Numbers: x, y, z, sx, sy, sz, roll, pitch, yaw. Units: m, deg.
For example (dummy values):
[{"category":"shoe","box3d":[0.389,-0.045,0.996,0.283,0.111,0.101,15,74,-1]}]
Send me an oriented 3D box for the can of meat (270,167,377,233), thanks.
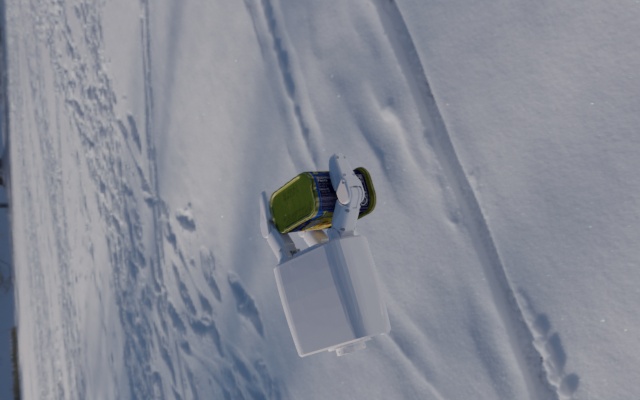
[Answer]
[{"category":"can of meat","box3d":[0.000,0.002,0.560,0.084,0.057,0.102,-5,-17,-35]}]
